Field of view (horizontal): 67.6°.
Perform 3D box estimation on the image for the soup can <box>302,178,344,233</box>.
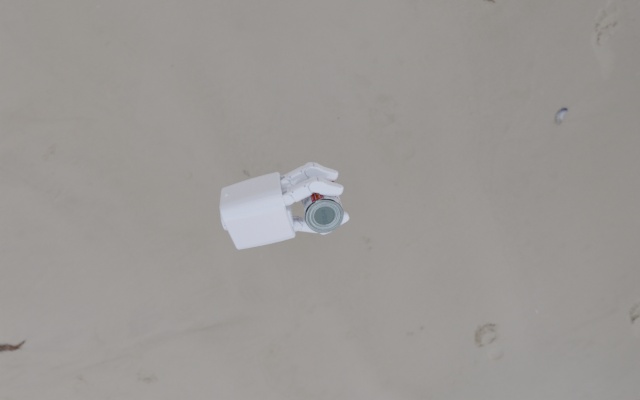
[{"bbox_3d":[0.001,0.003,0.836,0.068,0.068,0.102,0,29,-8],"label":"soup can"}]
